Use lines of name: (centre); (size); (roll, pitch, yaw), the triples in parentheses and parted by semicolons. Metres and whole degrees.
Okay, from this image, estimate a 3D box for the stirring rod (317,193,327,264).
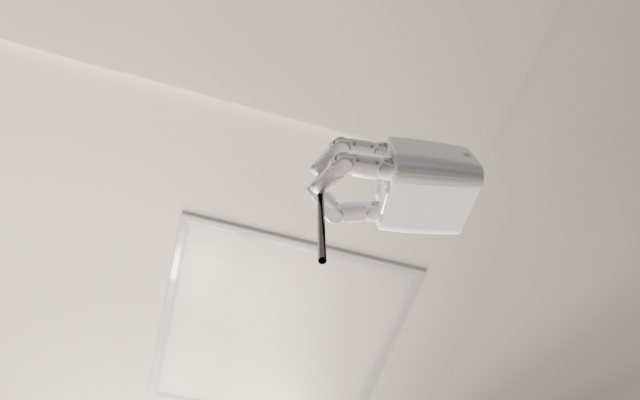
stirring rod: (0.000, 0.002, 0.545); (0.011, 0.011, 0.239); (0, 26, -1)
